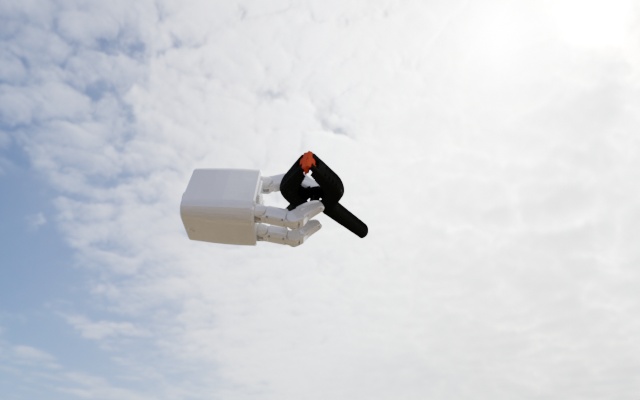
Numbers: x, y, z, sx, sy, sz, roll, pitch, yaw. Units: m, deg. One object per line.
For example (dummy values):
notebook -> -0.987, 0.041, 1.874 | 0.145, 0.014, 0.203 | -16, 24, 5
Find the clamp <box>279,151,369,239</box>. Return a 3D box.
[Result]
clamp -> 0.000, 0.001, 0.727 | 0.164, 0.036, 0.210 | 4, -33, 0
